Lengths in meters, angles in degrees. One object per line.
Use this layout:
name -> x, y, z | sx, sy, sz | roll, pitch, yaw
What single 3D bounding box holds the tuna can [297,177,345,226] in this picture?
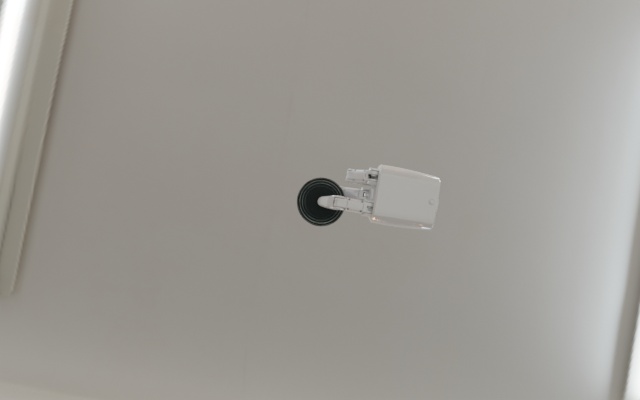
tuna can -> 0.000, 0.003, 0.852 | 0.086, 0.086, 0.034 | 0, -1, -4
